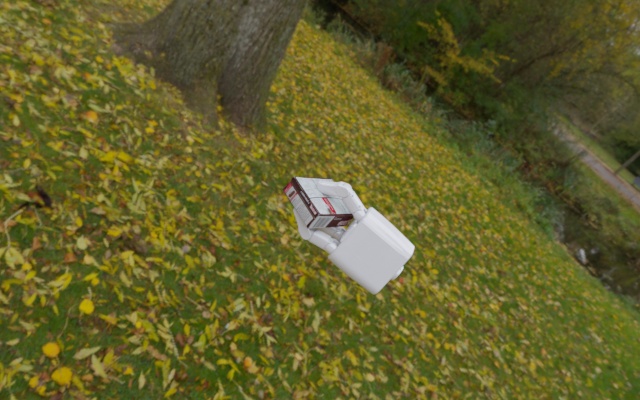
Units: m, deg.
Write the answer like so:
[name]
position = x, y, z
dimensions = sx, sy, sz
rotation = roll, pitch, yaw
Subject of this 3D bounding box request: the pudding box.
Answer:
[pudding box]
position = 0.000, 0.003, 0.844
dimensions = 0.113, 0.090, 0.039
rotation = 2, -43, -53
